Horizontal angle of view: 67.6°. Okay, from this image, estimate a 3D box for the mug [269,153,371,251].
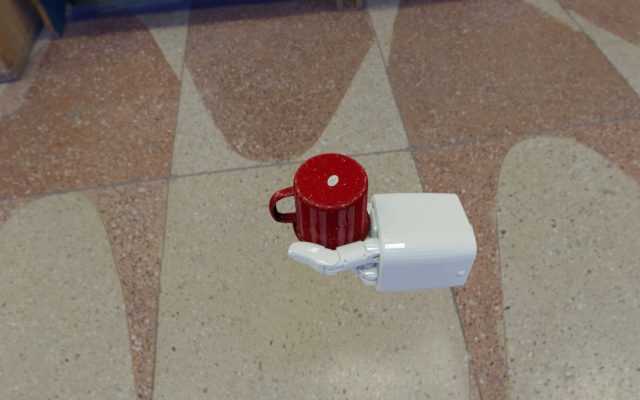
[{"bbox_3d":[-0.001,0.002,0.539,0.117,0.093,0.082,-3,-38,0],"label":"mug"}]
